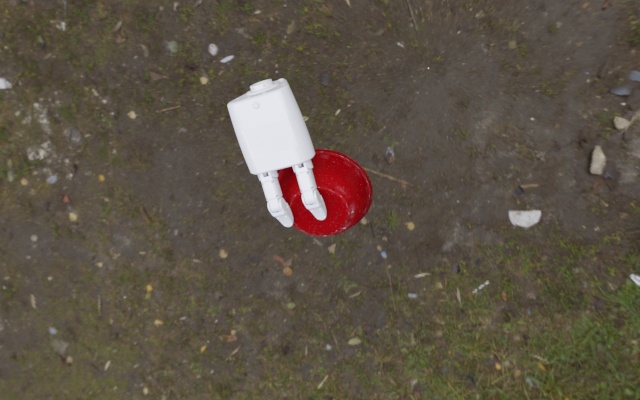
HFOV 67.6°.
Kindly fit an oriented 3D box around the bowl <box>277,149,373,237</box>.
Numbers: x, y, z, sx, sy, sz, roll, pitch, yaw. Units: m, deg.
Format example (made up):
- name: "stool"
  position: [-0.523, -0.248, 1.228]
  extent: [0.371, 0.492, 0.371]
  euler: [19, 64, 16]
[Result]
- name: "bowl"
  position: [0.001, 0.004, 0.746]
  extent: [0.162, 0.162, 0.055]
  euler: [0, 35, 7]
